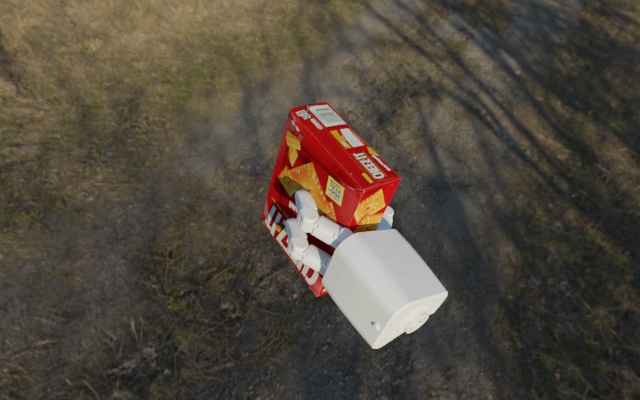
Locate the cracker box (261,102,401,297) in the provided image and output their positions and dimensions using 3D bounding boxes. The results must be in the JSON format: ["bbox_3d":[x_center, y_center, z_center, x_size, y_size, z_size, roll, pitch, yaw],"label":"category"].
[{"bbox_3d":[0.000,0.002,0.651,0.072,0.214,0.164,-16,53,-34],"label":"cracker box"}]
